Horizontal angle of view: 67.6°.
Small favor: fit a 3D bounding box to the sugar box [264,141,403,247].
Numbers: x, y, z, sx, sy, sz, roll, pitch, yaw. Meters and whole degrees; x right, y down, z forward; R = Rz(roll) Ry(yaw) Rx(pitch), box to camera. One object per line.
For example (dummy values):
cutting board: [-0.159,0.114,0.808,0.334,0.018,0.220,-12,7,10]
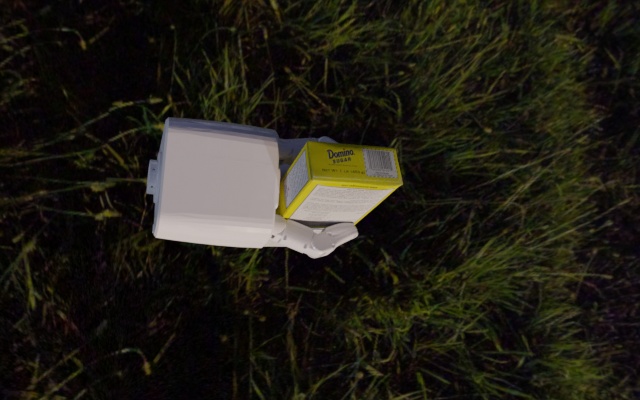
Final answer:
sugar box: [0.000,0.001,0.497,0.093,0.048,0.176,3,-23,-23]
